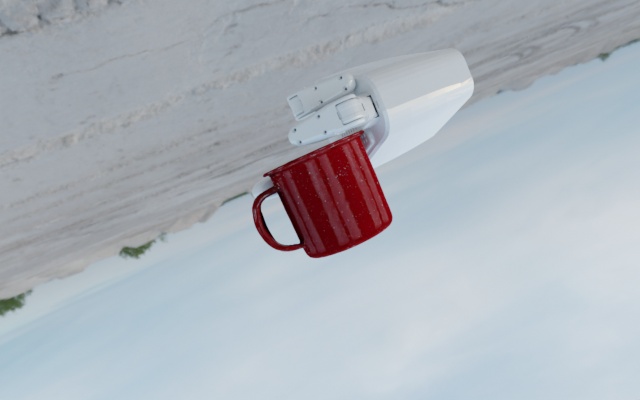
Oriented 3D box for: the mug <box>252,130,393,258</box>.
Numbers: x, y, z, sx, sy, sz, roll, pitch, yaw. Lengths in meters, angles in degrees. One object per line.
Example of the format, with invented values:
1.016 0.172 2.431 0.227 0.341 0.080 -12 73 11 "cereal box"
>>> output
-0.001 0.002 0.399 0.117 0.081 0.093 -26 5 -23 "mug"
